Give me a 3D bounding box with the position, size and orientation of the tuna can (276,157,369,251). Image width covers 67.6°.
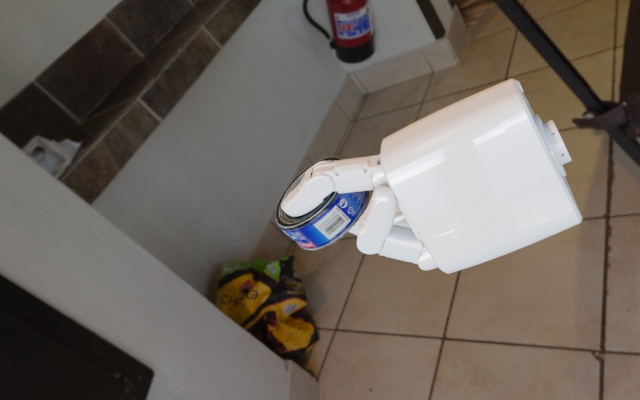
[{"bbox_3d":[0.000,0.001,0.436,0.034,0.086,0.086,44,-25,-28],"label":"tuna can"}]
